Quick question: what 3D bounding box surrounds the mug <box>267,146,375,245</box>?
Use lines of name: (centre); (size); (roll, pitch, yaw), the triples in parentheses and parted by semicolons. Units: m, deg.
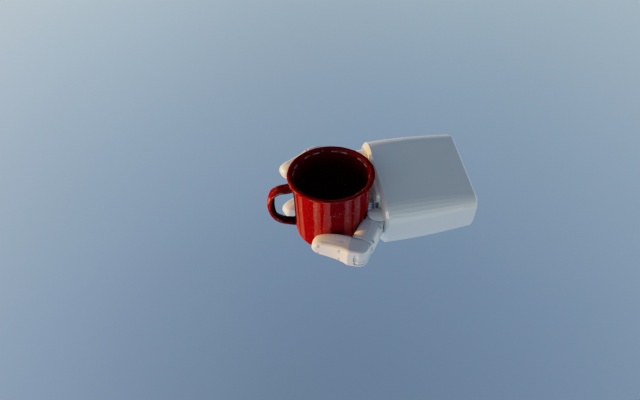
mug: (-0.001, 0.002, 0.525); (0.117, 0.082, 0.093); (-8, 44, -7)
